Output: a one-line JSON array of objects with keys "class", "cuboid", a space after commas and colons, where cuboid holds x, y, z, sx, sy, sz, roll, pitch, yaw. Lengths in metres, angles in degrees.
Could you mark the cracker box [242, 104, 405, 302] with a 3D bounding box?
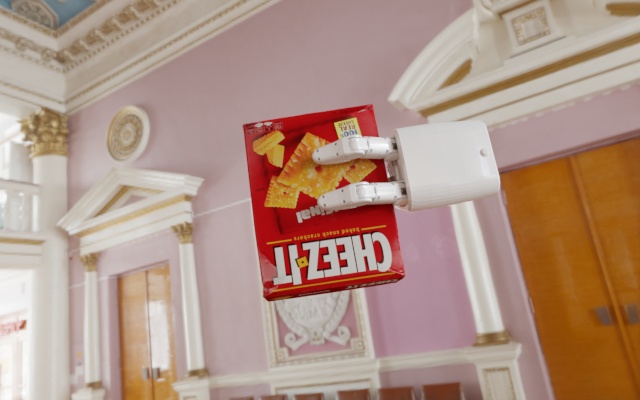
[{"class": "cracker box", "cuboid": [0.000, 0.002, 0.576, 0.164, 0.213, 0.072, -8, -15, -2]}]
